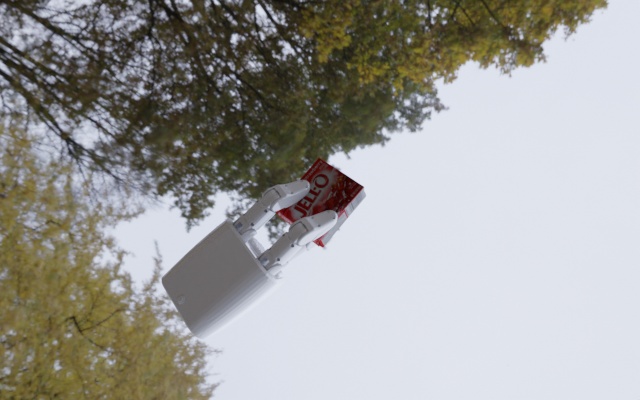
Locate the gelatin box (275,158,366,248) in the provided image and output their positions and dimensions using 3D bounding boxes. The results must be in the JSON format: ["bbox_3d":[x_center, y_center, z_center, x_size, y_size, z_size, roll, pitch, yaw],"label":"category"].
[{"bbox_3d":[0.000,0.002,0.584,0.073,0.089,0.030,35,-14,25],"label":"gelatin box"}]
